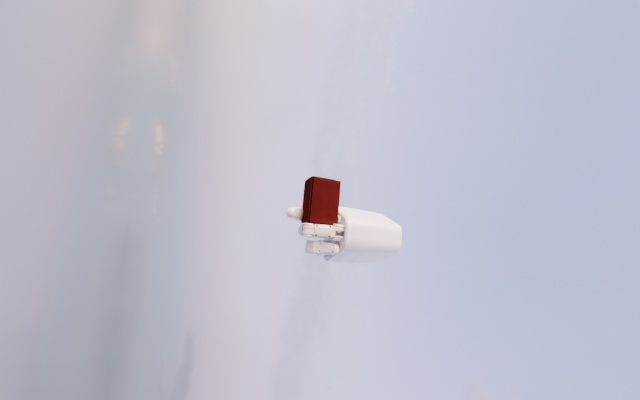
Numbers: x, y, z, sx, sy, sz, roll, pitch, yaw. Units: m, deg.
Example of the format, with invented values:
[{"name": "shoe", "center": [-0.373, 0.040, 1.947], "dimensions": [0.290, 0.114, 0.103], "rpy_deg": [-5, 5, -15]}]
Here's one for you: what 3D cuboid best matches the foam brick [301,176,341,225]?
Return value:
[{"name": "foam brick", "center": [0.000, 0.002, 0.815], "dimensions": [0.051, 0.078, 0.053], "rpy_deg": [7, -6, -15]}]
